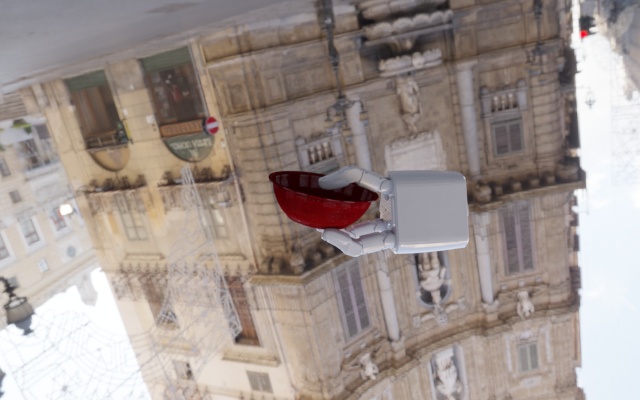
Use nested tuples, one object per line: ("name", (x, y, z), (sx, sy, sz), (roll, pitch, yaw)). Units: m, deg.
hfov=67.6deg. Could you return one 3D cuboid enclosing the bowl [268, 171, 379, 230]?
("bowl", (-0.001, 0.002, 0.694), (0.162, 0.055, 0.162), (11, 14, -3))
